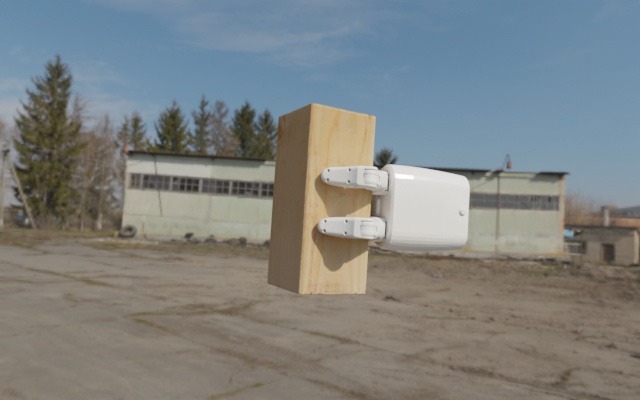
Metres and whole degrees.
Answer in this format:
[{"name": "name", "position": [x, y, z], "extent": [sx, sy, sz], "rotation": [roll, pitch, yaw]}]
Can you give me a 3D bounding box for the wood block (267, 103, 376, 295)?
[{"name": "wood block", "position": [0.000, 0.002, 0.569], "extent": [0.090, 0.206, 0.091], "rotation": [6, -4, -29]}]
